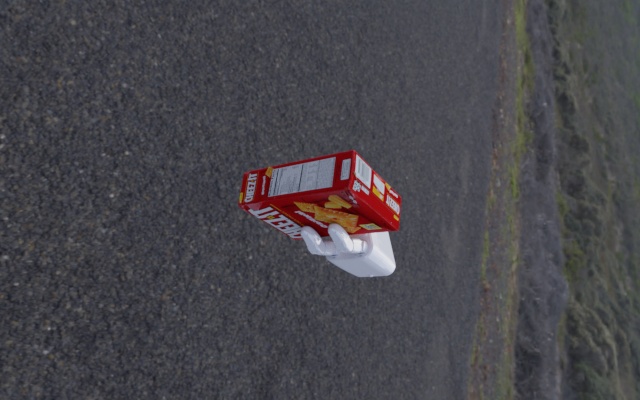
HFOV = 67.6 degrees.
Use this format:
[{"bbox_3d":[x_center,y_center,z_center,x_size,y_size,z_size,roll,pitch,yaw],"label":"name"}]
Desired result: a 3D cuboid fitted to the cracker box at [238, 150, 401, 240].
[{"bbox_3d":[0.000,0.002,0.779,0.214,0.072,0.164,-9,-29,33],"label":"cracker box"}]
